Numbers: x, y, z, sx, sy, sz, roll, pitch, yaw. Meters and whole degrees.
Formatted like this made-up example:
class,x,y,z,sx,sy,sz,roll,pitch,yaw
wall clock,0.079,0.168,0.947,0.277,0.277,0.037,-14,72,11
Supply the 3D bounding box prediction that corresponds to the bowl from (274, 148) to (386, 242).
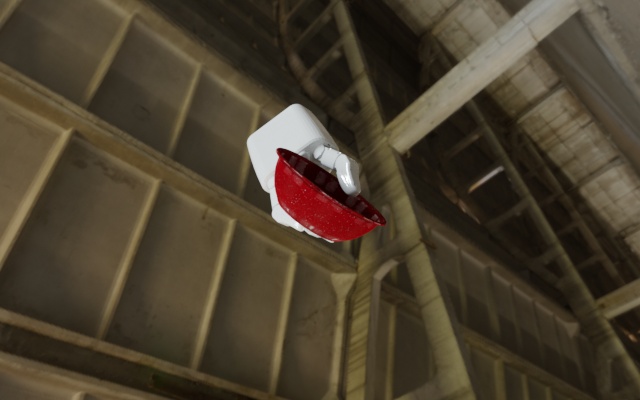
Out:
class,x,y,z,sx,sy,sz,roll,pitch,yaw
bowl,0.000,0.003,0.586,0.162,0.055,0.162,33,10,-7
